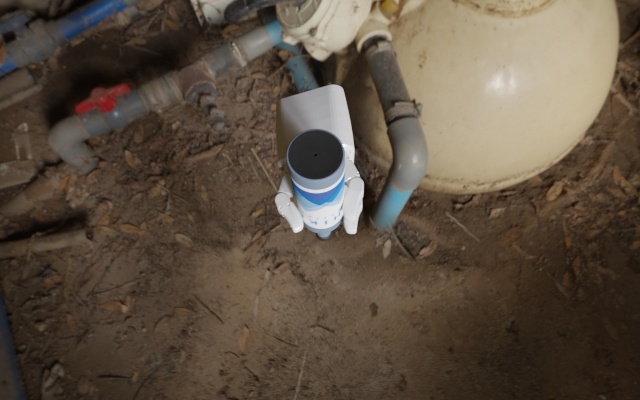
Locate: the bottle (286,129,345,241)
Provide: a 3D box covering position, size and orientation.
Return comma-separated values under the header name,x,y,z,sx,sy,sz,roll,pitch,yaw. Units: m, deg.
name,x,y,z,sx,sy,sz,roll,pitch,yaw
bottle,0.000,0.002,0.670,0.069,0.069,0.296,0,-21,2
